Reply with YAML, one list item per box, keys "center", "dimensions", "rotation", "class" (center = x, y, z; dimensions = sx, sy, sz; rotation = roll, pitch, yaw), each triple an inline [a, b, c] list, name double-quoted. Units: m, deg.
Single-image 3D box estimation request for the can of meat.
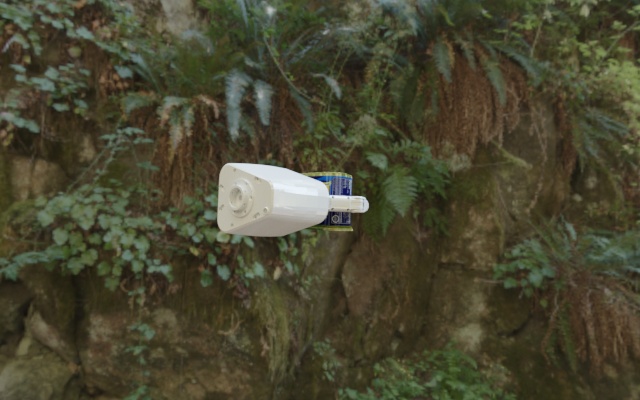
- center: [0.000, 0.002, 0.719]
  dimensions: [0.102, 0.084, 0.057]
  rotation: [0, -3, 43]
  class: "can of meat"
